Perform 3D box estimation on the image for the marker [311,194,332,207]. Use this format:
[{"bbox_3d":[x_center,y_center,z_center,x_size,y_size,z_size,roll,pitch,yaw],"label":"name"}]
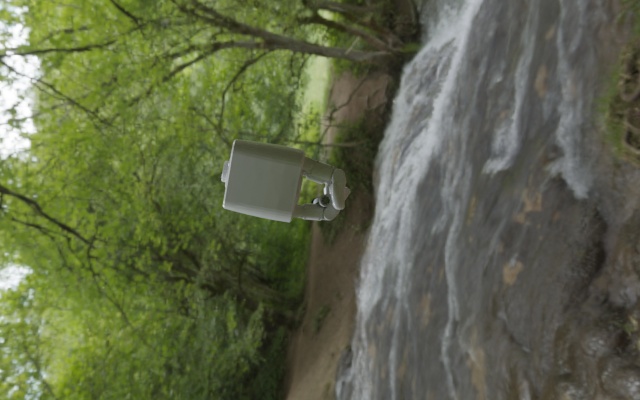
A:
[{"bbox_3d":[0.000,0.003,0.769,0.020,0.020,0.121,0,-3,-7],"label":"marker"}]
